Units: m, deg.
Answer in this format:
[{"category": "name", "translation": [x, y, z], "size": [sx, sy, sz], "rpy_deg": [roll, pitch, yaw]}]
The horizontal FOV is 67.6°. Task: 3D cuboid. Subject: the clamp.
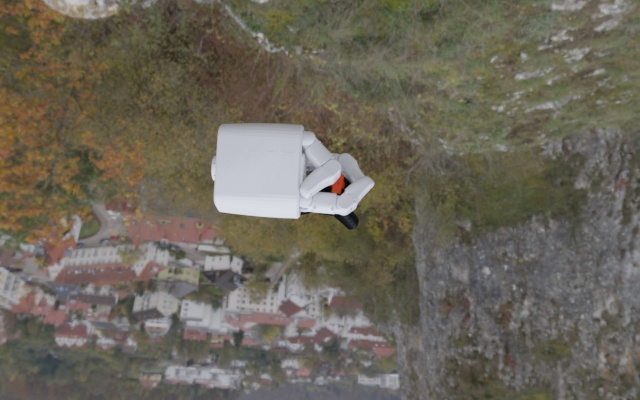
[{"category": "clamp", "translation": [0.000, 0.003, 0.684], "size": [0.120, 0.039, 0.171], "rpy_deg": [3, -22, 1]}]
